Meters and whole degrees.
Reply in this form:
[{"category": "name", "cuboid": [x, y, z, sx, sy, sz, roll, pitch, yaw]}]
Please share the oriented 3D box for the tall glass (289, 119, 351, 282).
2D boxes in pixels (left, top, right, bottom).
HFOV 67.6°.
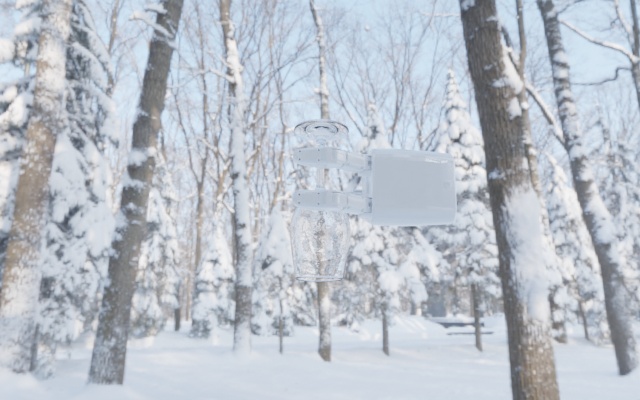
[{"category": "tall glass", "cuboid": [0.000, 0.001, 0.619, 0.079, 0.201, 0.079, 1, -14, 0]}]
